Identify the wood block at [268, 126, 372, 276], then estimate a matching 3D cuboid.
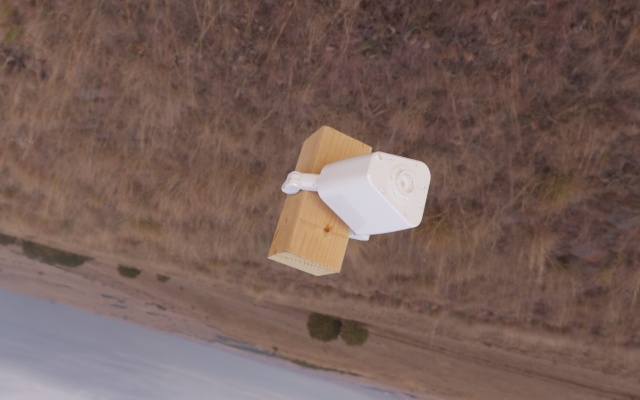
[{"bbox_3d":[0.000,0.002,0.746,0.091,0.206,0.090,23,-20,-18],"label":"wood block"}]
